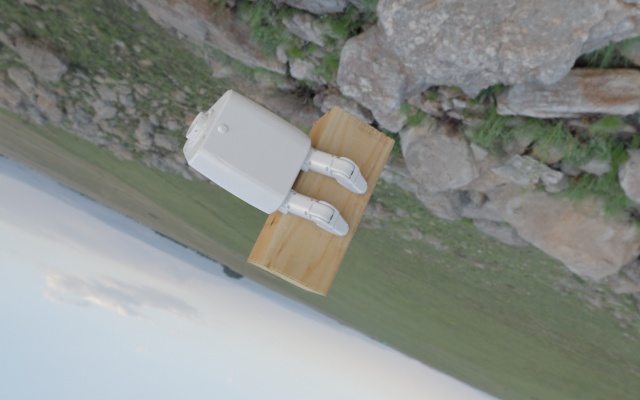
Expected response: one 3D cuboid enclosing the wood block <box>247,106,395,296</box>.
[{"bbox_3d":[0.000,0.002,0.593,0.090,0.206,0.091,28,-13,-13],"label":"wood block"}]
